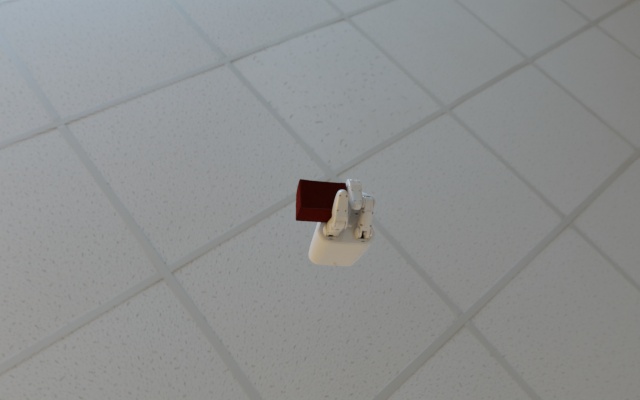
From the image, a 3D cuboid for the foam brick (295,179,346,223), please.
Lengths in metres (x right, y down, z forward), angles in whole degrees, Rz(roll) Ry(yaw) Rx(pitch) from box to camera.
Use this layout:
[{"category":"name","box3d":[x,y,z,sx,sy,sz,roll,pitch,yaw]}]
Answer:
[{"category":"foam brick","box3d":[0.000,0.002,0.776,0.078,0.053,0.051,5,-28,-11]}]
